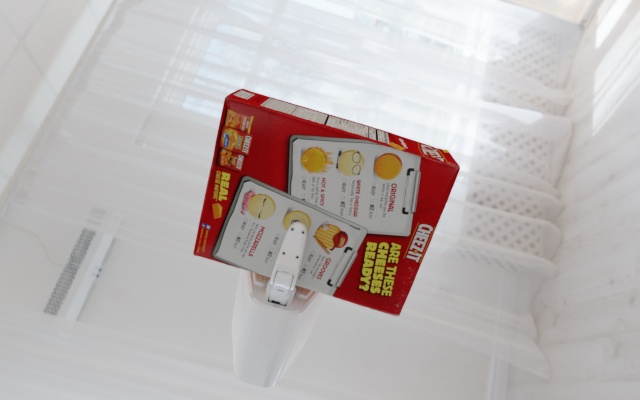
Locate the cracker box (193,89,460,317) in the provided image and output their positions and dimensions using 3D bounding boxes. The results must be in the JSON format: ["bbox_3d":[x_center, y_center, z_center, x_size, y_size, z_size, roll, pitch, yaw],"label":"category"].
[{"bbox_3d":[0.000,0.002,0.466,0.214,0.164,0.072,16,22,-1],"label":"cracker box"}]
